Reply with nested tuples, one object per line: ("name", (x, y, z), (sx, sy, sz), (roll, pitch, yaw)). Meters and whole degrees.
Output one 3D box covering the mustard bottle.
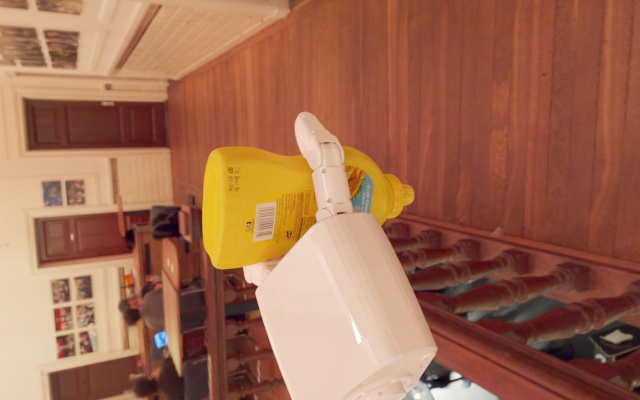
("mustard bottle", (0.000, 0.001, 0.410), (0.191, 0.096, 0.058), (-4, 27, -27))
